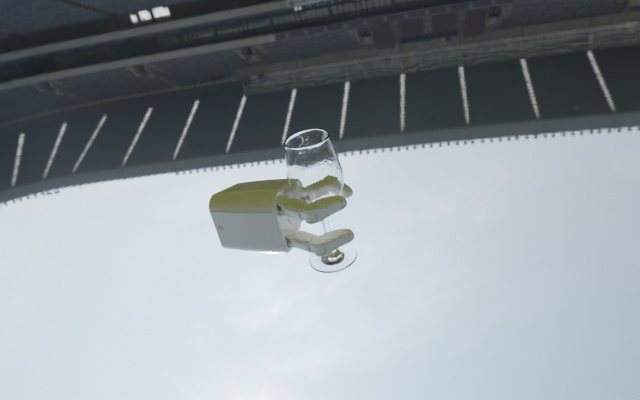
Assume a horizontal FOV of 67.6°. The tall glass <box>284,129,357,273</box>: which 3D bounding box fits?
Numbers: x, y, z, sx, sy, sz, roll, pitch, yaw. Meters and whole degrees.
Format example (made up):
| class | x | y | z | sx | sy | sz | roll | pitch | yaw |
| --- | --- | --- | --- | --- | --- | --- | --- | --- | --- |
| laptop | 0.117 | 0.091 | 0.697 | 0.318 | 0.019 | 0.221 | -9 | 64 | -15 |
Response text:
| class | x | y | z | sx | sy | sz | roll | pitch | yaw |
| --- | --- | --- | --- | --- | --- | --- | --- | --- | --- |
| tall glass | 0.000 | 0.003 | 0.680 | 0.079 | 0.201 | 0.079 | -9 | 29 | 5 |
